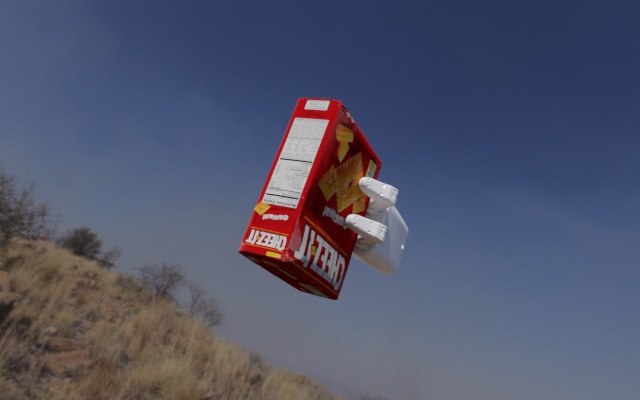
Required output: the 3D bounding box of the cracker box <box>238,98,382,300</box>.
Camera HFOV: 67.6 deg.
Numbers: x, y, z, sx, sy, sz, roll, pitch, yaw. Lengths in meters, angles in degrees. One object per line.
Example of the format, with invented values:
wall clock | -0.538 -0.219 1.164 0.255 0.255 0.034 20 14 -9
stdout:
cracker box | 0.000 0.002 0.620 0.072 0.213 0.164 8 -21 30
